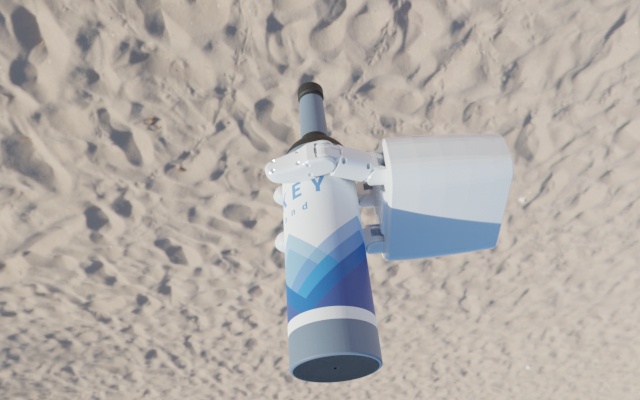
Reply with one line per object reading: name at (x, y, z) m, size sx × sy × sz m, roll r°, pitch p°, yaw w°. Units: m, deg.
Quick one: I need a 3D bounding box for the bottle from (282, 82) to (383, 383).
bottle at (0.000, 0.002, 0.424) m, size 0.069 × 0.295 × 0.069 m, roll -3°, pitch -36°, yaw -3°
